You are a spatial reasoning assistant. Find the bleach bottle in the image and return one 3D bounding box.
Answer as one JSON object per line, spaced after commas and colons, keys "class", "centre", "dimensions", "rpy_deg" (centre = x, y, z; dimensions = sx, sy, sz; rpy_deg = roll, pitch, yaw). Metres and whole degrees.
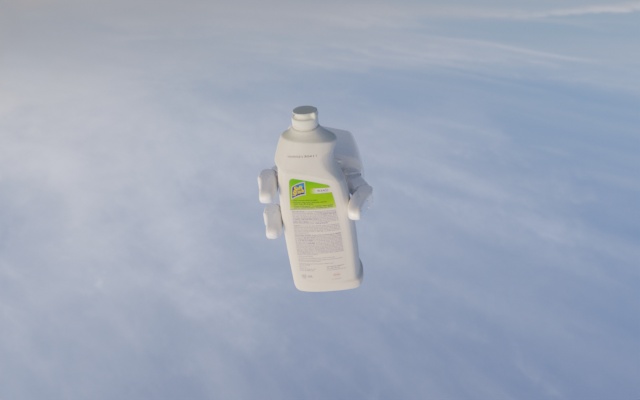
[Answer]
{"class": "bleach bottle", "centre": [0.000, 0.002, 0.611], "dimensions": [0.102, 0.251, 0.068], "rpy_deg": [-5, 32, 1]}
